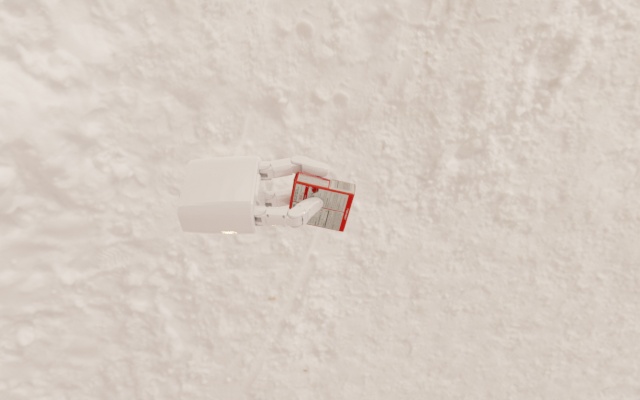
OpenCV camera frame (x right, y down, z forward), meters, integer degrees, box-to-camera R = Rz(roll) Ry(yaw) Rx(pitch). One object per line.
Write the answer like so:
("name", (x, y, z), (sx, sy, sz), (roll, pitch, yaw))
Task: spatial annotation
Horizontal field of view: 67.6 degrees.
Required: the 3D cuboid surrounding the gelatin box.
("gelatin box", (0.000, 0.003, 0.697), (0.089, 0.073, 0.030), (13, 37, -1))
